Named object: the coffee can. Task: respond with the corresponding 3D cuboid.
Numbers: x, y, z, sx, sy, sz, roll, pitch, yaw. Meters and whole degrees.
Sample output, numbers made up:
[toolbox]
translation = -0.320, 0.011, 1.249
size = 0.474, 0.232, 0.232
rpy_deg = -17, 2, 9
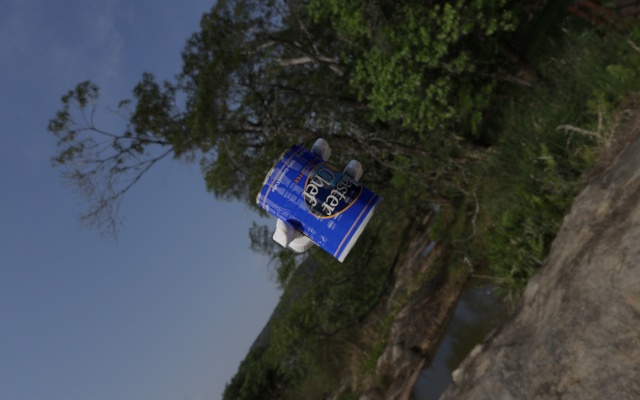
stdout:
[coffee can]
translation = 0.000, 0.002, 0.645
size = 0.140, 0.103, 0.103
rpy_deg = 34, 4, 7
